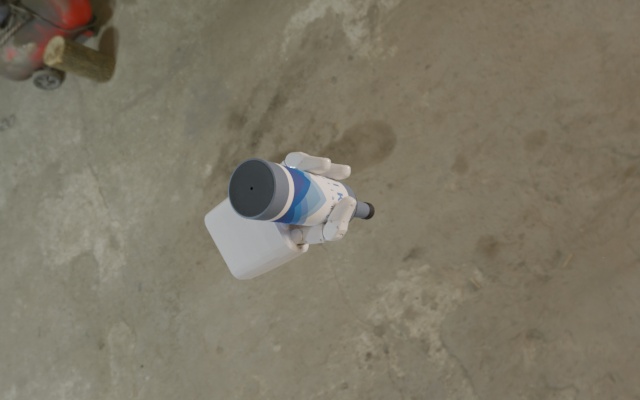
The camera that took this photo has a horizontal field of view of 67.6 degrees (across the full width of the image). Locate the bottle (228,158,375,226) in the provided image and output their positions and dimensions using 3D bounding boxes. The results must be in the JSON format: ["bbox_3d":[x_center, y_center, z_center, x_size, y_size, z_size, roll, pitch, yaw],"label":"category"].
[{"bbox_3d":[0.000,0.002,0.637,0.069,0.069,0.296,0,-6,31],"label":"bottle"}]
